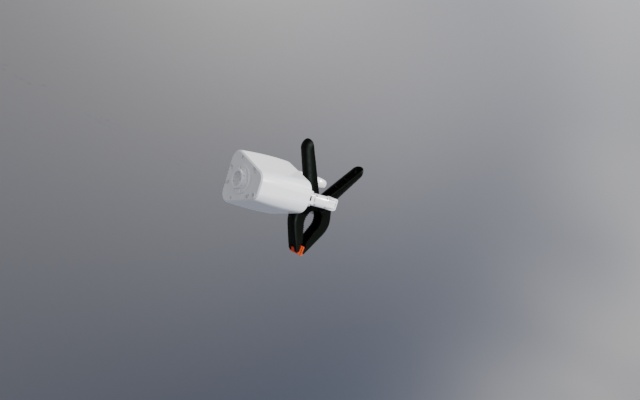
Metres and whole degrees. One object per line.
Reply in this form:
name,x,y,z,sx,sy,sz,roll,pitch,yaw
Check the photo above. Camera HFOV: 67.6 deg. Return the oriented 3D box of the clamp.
clamp,0.000,0.004,0.899,0.164,0.210,0.036,14,6,-43
